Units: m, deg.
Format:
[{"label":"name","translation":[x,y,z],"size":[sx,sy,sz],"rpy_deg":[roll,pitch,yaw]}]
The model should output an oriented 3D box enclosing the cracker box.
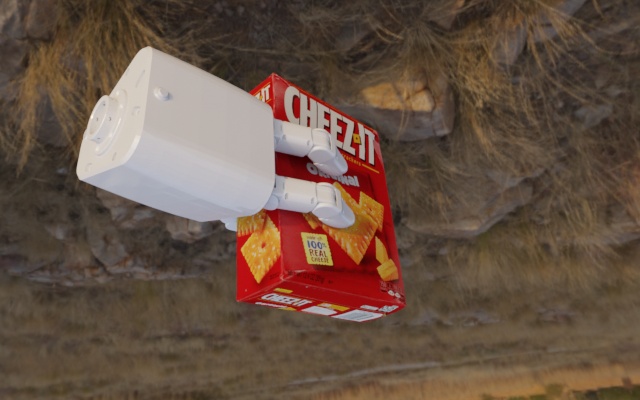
[{"label":"cracker box","translation":[0.000,0.002,0.477],"size":[0.164,0.213,0.072],"rpy_deg":[21,-37,-40]}]
